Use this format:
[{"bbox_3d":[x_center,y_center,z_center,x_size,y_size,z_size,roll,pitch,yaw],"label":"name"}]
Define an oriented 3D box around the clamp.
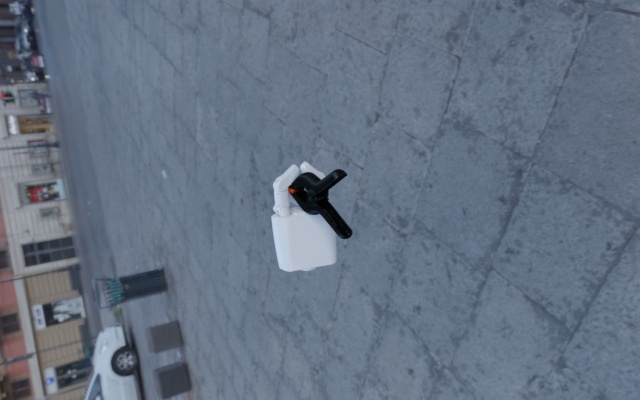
[{"bbox_3d":[0.000,0.003,0.842,0.039,0.120,0.171,-11,10,-30],"label":"clamp"}]
